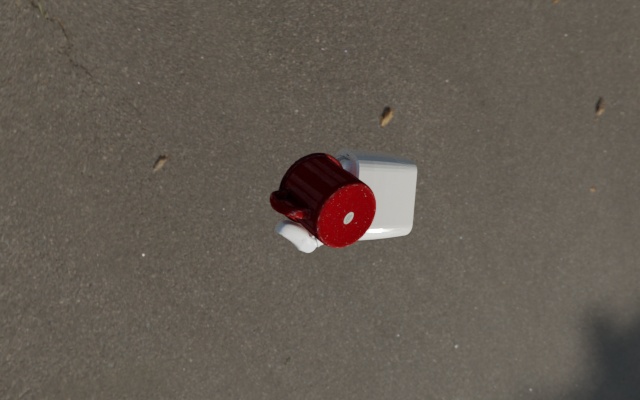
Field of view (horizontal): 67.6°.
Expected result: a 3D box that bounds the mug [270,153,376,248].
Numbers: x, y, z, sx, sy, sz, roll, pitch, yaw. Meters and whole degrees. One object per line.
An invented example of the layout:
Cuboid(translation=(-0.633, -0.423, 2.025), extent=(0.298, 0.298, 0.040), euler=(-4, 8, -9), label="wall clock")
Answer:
Cuboid(translation=(-0.001, 0.002, 0.541), extent=(0.117, 0.093, 0.081), euler=(0, 24, -33), label="mug")
